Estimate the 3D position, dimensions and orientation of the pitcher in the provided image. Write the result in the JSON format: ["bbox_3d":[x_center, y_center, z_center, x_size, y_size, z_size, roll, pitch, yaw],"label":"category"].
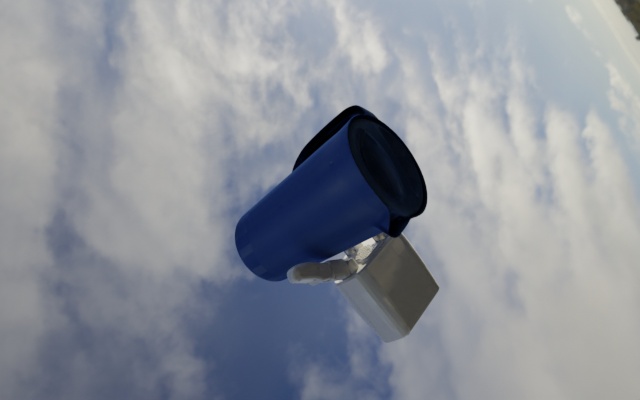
[{"bbox_3d":[0.000,0.002,0.606,0.243,0.145,0.149,-34,8,36],"label":"pitcher"}]
